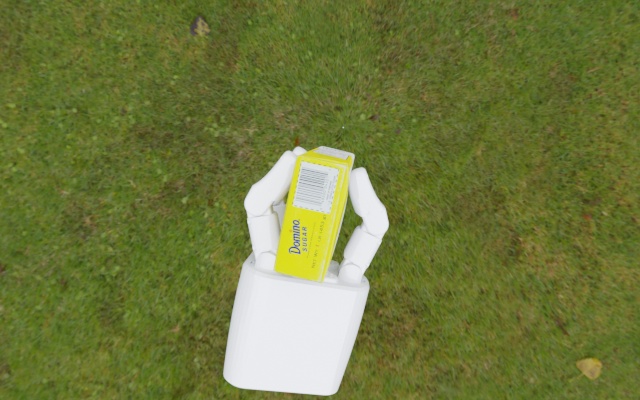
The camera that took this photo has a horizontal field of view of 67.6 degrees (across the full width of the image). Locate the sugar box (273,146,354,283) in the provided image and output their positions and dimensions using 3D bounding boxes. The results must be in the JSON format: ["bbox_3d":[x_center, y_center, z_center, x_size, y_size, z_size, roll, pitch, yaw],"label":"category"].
[{"bbox_3d":[-0.001,0.001,0.434,0.048,0.093,0.176,13,9,1],"label":"sugar box"}]
